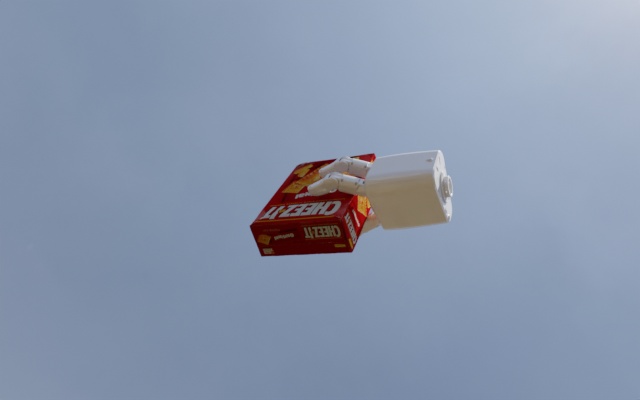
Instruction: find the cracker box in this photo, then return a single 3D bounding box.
[{"bbox_3d":[0.000,0.003,0.816,0.164,0.072,0.213,-6,29,26],"label":"cracker box"}]
